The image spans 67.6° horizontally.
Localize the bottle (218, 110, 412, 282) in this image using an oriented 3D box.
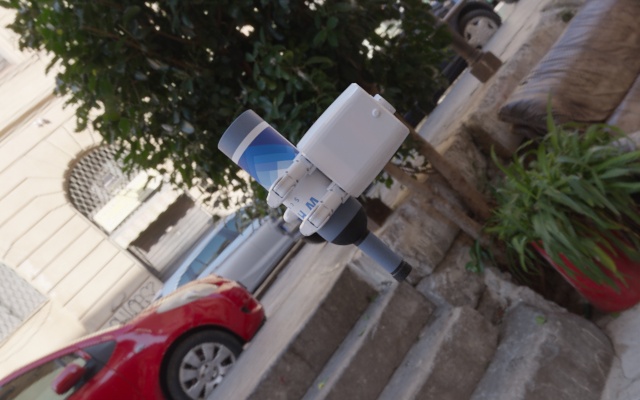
[{"bbox_3d":[0.000,0.002,0.626,0.296,0.069,0.069,40,-1,-1],"label":"bottle"}]
